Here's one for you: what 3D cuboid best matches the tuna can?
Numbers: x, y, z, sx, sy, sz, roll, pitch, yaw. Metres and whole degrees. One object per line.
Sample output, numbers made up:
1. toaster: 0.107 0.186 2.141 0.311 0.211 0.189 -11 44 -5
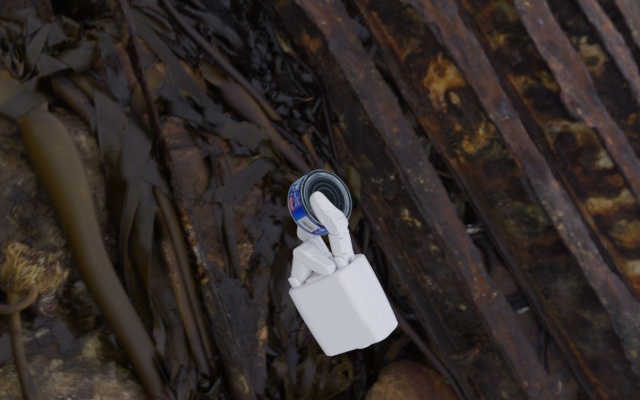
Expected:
1. tuna can: 0.000 0.002 0.648 0.086 0.086 0.034 0 -19 -36
